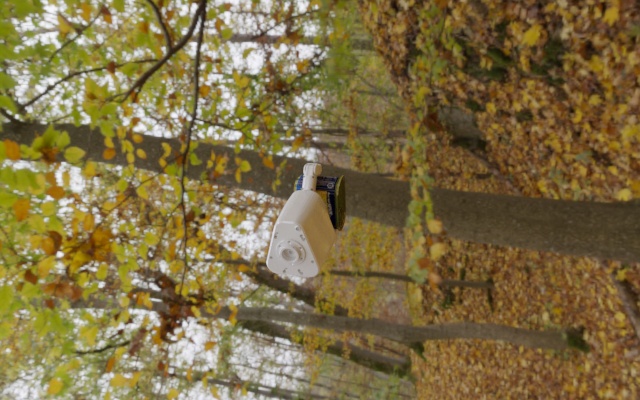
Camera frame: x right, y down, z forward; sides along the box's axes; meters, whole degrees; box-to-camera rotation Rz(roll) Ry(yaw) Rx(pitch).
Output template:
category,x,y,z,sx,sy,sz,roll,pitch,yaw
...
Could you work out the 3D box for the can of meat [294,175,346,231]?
category,x,y,z,sx,sy,sz,roll,pitch,yaw
can of meat,0.000,0.003,0.887,0.084,0.102,0.057,4,31,14
